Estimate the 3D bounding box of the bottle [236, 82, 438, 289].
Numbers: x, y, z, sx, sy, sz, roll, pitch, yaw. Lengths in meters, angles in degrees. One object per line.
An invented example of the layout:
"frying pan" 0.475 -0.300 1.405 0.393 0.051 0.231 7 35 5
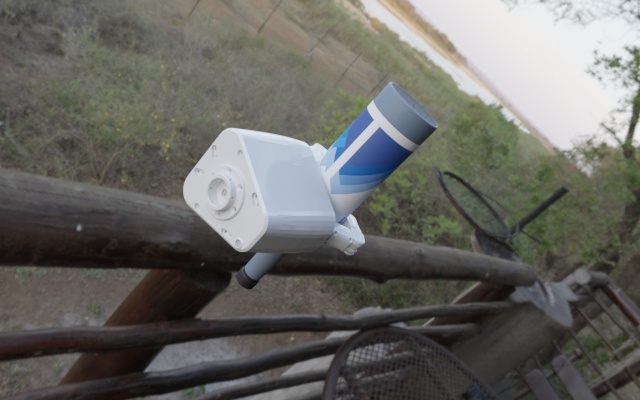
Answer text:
"bottle" 0.000 0.002 0.535 0.296 0.069 0.069 -46 -22 23
